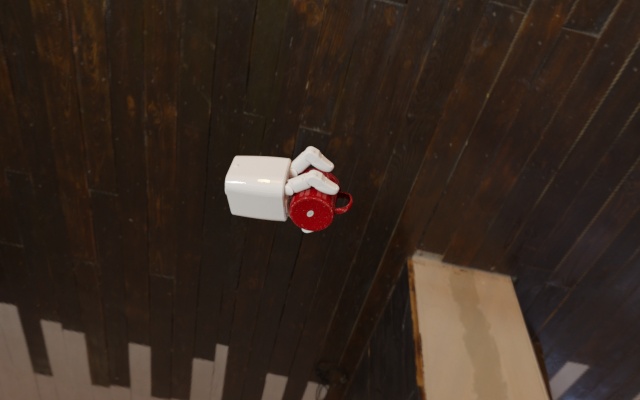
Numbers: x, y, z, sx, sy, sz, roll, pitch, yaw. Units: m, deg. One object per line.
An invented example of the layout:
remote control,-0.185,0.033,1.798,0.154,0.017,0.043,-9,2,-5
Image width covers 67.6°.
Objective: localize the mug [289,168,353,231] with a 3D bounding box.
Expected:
mug,0.002,0.003,0.873,0.117,0.093,0.081,5,38,4
